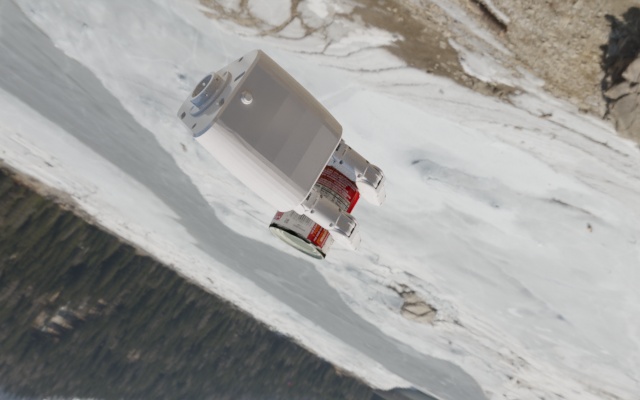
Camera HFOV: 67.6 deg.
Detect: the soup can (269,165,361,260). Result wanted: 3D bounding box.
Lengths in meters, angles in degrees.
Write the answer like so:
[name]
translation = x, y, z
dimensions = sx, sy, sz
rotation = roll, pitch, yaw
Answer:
[soup can]
translation = 0.000, 0.002, 0.495
dimensions = 0.068, 0.102, 0.068
rotation = 28, -16, 9
